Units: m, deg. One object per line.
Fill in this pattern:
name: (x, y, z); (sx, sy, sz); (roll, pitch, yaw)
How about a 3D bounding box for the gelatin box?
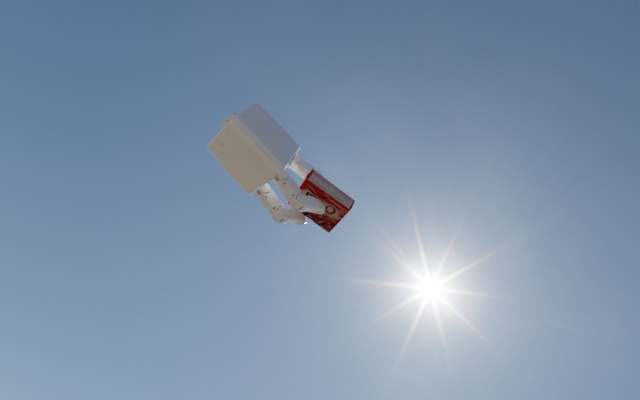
gelatin box: (0.001, 0.003, 0.785); (0.089, 0.030, 0.073); (36, -45, -4)
